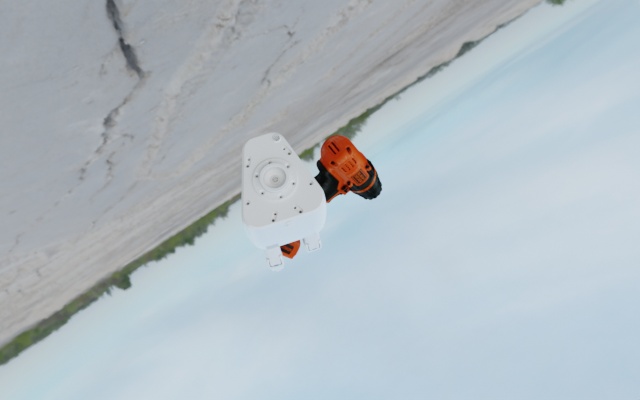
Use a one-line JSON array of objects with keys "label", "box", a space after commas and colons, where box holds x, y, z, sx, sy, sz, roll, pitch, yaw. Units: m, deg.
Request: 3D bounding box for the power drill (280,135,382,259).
[{"label": "power drill", "box": [0.000, 0.003, 0.697, 0.057, 0.187, 0.184, 50, 6, 29]}]
